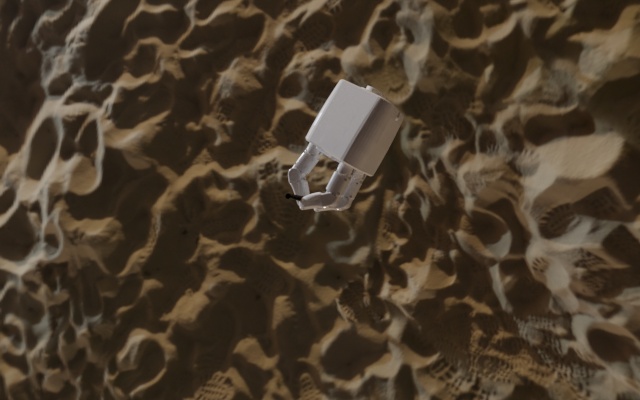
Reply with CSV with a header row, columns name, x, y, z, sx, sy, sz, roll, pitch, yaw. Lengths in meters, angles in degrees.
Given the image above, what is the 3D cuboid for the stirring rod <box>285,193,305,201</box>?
name,x,y,z,sx,sy,sz,roll,pitch,yaw
stirring rod,0.000,0.002,0.778,0.011,0.011,0.239,0,-4,22
